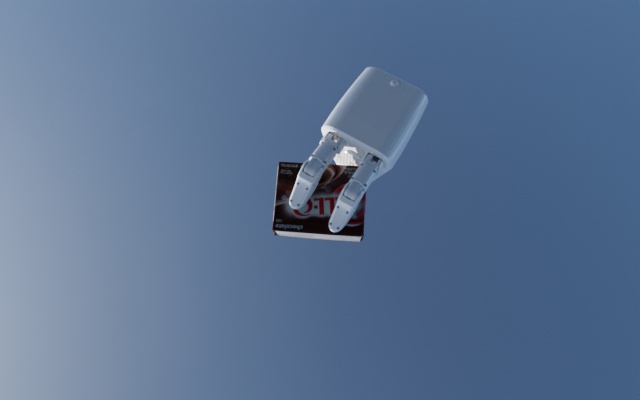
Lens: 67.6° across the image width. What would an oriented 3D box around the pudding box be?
[{"bbox_3d":[0.000,0.002,0.594,0.113,0.090,0.039,3,-18,3],"label":"pudding box"}]
